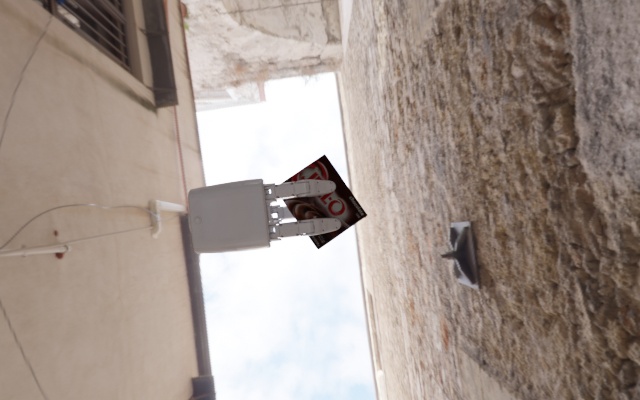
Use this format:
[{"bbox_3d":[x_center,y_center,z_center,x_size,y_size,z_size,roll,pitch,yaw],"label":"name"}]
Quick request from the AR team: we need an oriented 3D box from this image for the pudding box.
[{"bbox_3d":[0.000,0.002,0.704,0.090,0.113,0.039,-35,-1,-6],"label":"pudding box"}]
